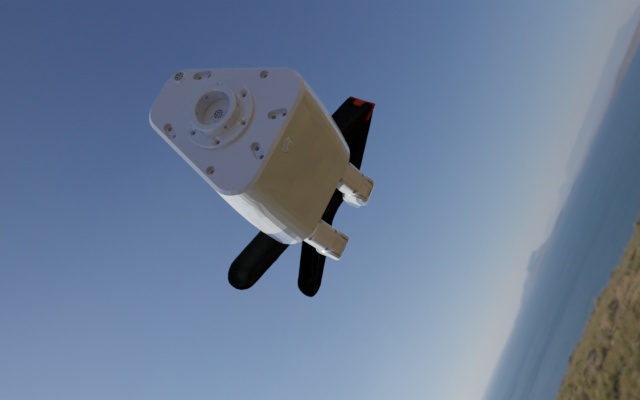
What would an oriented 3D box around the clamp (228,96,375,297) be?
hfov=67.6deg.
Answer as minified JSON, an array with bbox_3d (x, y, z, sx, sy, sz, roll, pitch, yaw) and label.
[{"bbox_3d":[0.000,0.001,0.464,0.036,0.210,0.165,23,-11,23],"label":"clamp"}]
